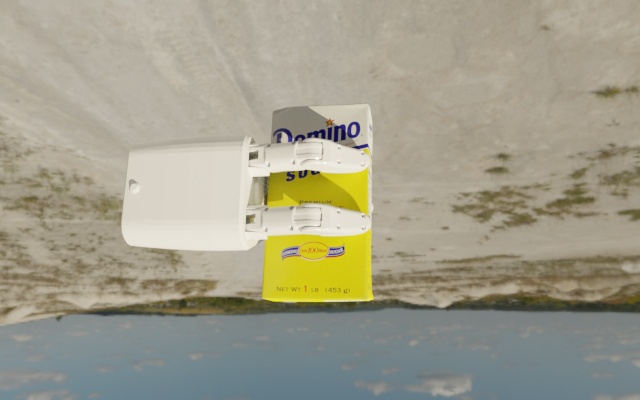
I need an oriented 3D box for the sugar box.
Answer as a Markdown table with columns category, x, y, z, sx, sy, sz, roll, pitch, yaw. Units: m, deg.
| category | x | y | z | sx | sy | sz | roll | pitch | yaw |
| --- | --- | --- | --- | --- | --- | --- | --- | --- | --- |
| sugar box | 0.000 | 0.001 | 0.431 | 0.093 | 0.176 | 0.048 | -2 | -13 | 10 |
